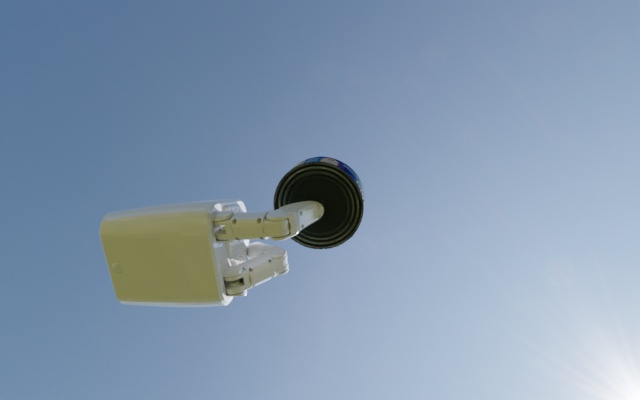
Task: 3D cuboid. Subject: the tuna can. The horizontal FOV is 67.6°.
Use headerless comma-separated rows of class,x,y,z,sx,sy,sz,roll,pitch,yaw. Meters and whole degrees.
tuna can,0.000,0.001,0.462,0.086,0.086,0.033,0,16,10
